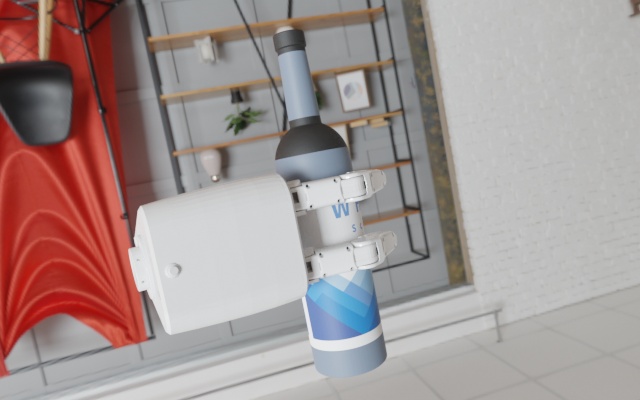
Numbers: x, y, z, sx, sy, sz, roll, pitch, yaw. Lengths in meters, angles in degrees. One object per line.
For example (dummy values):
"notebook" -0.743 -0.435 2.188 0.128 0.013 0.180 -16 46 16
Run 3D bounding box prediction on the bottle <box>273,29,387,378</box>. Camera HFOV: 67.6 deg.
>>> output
"bottle" 0.000 0.002 0.421 0.069 0.296 0.069 -11 5 1
